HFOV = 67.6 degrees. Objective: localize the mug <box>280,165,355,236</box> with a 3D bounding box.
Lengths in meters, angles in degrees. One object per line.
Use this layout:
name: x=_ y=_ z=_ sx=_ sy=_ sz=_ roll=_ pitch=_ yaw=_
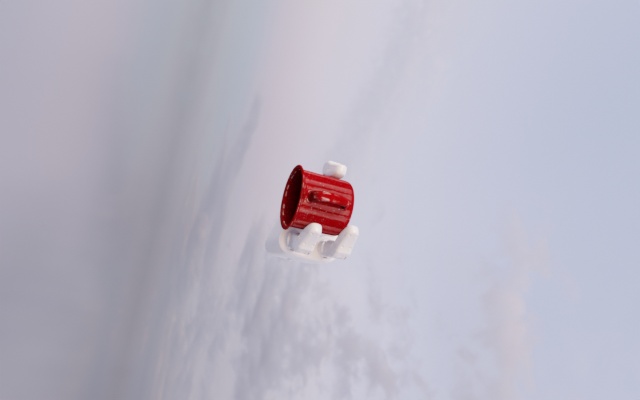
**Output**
mug: x=0.001 y=0.002 z=0.664 sx=0.081 sy=0.093 sz=0.117 roll=14 pitch=-12 yaw=-19
